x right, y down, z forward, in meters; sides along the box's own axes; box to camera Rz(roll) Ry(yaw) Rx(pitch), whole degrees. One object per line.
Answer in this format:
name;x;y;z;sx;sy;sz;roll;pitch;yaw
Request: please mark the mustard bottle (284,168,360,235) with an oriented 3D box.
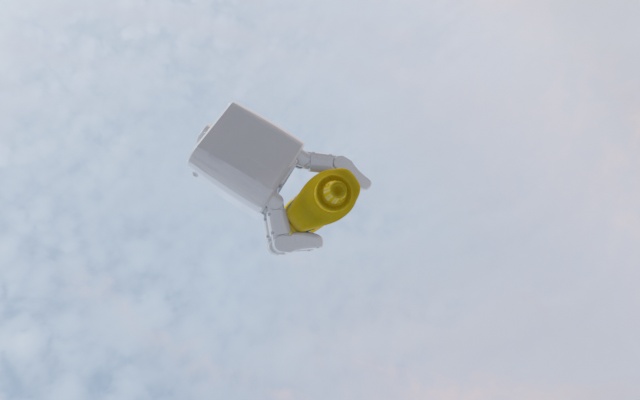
mustard bottle;0.000;0.002;0.589;0.096;0.058;0.191;-34;-1;-14
